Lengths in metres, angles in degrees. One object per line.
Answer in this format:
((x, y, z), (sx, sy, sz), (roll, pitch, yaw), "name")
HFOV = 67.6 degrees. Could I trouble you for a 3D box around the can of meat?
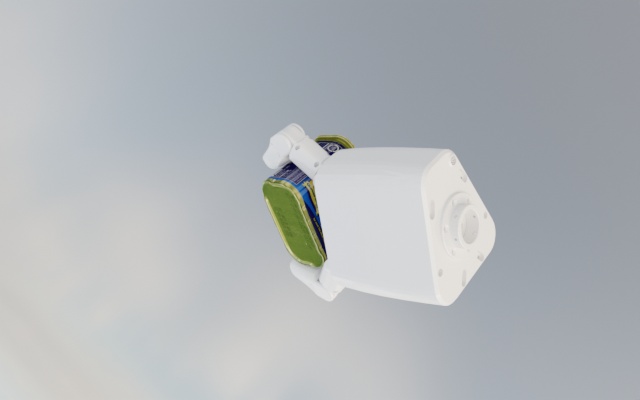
((0.000, 0.002, 0.459), (0.057, 0.102, 0.084), (8, 39, 45), "can of meat")
